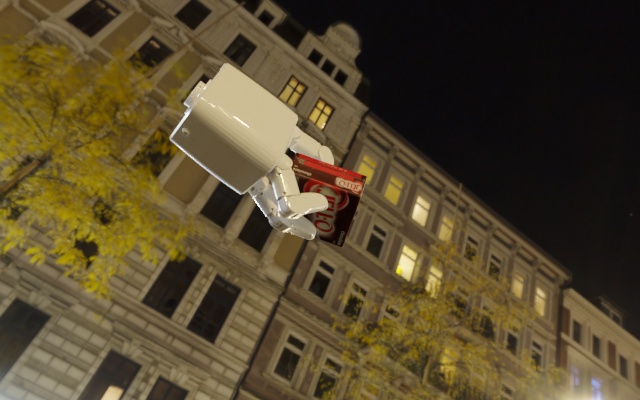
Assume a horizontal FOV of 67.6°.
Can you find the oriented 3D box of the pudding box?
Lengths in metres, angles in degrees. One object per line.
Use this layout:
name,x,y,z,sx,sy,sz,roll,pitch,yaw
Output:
pudding box,0.000,0.002,0.583,0.090,0.039,0.114,20,-36,5
